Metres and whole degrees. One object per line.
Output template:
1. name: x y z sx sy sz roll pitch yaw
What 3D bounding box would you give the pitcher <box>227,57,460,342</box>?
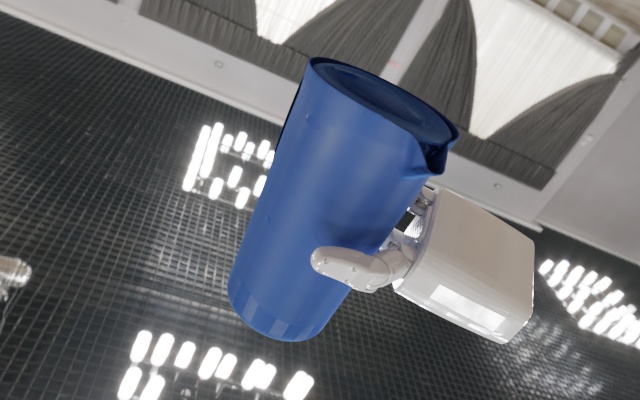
1. pitcher: 0.000 0.002 0.436 0.145 0.243 0.149 28 26 1
